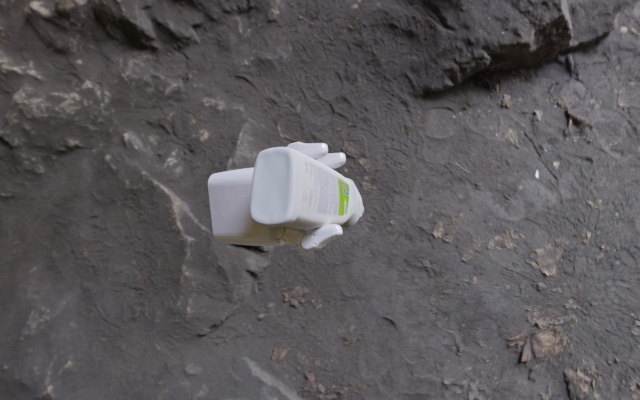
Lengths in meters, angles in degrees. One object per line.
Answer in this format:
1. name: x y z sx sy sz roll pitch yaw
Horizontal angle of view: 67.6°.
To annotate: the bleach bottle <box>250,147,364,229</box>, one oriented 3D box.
1. bleach bottle: 0.000 0.002 0.684 0.068 0.102 0.251 -1 -11 28
